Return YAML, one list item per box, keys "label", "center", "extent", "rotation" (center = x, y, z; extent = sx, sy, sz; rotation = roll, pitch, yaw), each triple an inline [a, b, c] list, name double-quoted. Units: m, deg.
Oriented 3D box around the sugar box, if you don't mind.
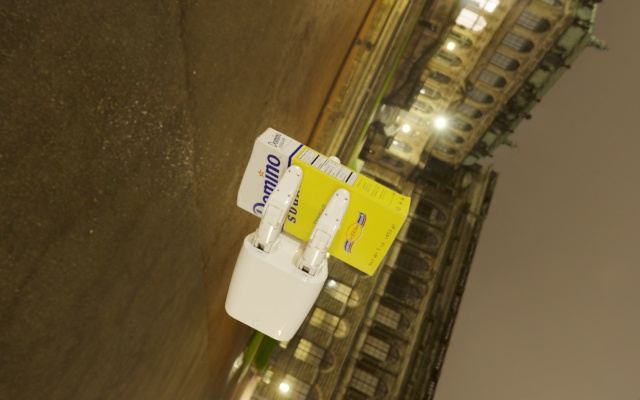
- label: "sugar box"
  center: [0.000, 0.002, 0.526]
  extent: [0.176, 0.093, 0.048]
  rotation: [25, 33, 3]
